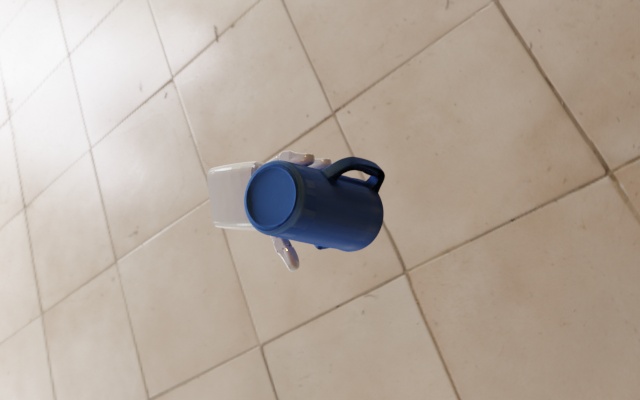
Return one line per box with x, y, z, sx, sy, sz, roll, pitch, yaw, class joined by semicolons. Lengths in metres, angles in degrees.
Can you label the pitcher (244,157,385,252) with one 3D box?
0.000;0.003;0.761;0.145;0.149;0.243;-1;-8;31;pitcher
